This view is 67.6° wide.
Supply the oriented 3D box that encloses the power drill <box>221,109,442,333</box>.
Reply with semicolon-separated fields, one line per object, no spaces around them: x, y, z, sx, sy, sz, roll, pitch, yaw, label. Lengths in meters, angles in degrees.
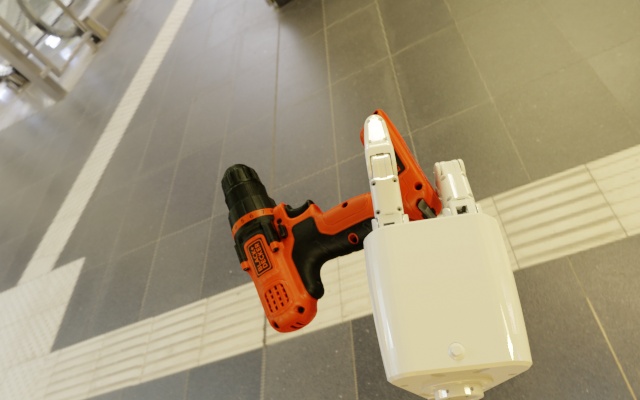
0.001;0.001;0.443;0.188;0.184;0.057;-35;-29;15;power drill
